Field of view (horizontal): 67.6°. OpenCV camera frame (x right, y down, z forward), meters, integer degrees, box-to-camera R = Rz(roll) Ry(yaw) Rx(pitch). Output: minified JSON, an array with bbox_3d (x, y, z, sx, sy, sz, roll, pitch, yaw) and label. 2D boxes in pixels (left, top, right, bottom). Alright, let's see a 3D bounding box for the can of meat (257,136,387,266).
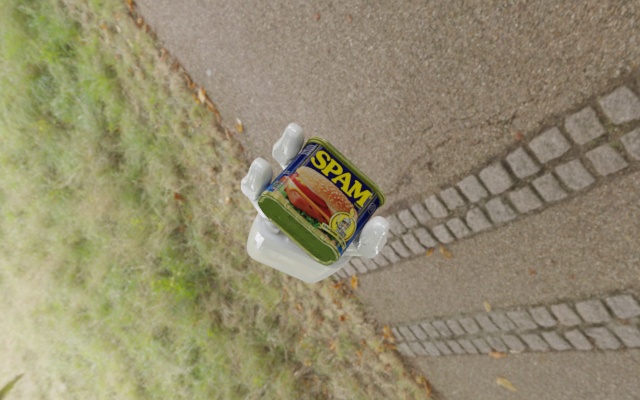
[{"bbox_3d":[0.000,0.002,0.474,0.102,0.084,0.057,41,-26,-2],"label":"can of meat"}]
